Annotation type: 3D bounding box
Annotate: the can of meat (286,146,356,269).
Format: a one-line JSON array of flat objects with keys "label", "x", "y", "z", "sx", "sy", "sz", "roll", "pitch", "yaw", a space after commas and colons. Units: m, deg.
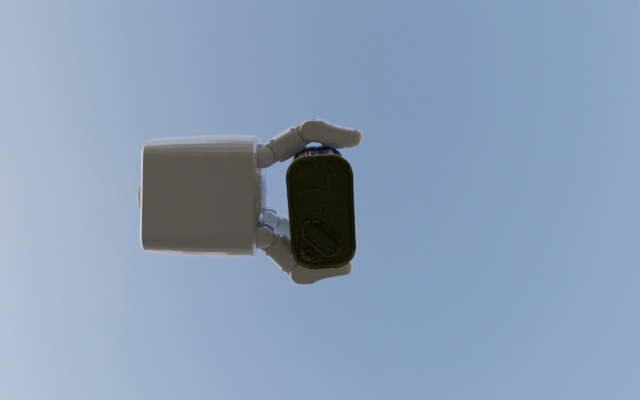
[{"label": "can of meat", "x": 0.000, "y": 0.001, "z": 0.449, "sx": 0.057, "sy": 0.102, "sz": 0.084, "roll": -4, "pitch": 14, "yaw": 0}]
